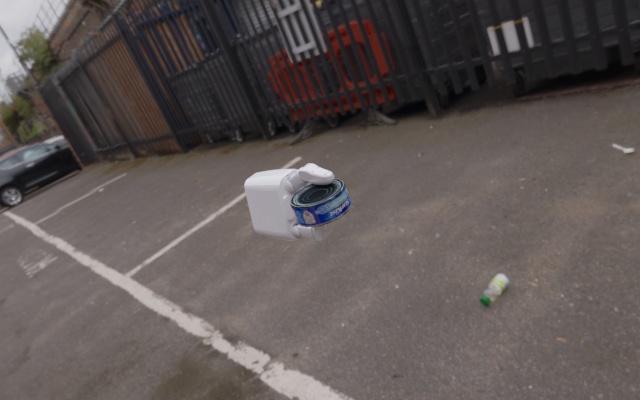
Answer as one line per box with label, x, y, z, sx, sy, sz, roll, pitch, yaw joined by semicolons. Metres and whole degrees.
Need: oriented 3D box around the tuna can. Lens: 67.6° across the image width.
tuna can;0.000;0.002;0.695;0.086;0.034;0.086;-18;23;8
